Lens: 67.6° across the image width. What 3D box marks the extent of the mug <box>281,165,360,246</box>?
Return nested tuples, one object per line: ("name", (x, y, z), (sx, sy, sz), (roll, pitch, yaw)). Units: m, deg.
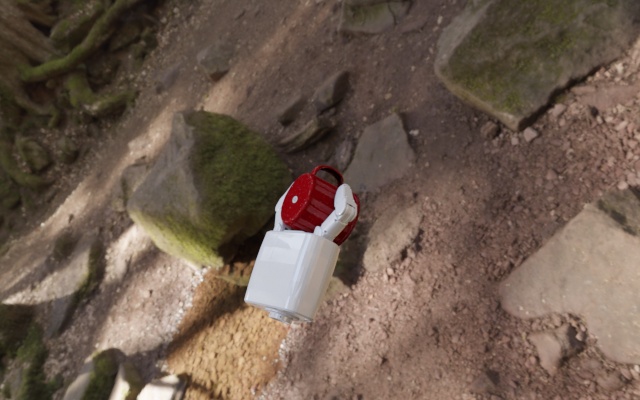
("mug", (0.000, 0.001, 0.691), (0.081, 0.117, 0.093), (28, -23, -26))
